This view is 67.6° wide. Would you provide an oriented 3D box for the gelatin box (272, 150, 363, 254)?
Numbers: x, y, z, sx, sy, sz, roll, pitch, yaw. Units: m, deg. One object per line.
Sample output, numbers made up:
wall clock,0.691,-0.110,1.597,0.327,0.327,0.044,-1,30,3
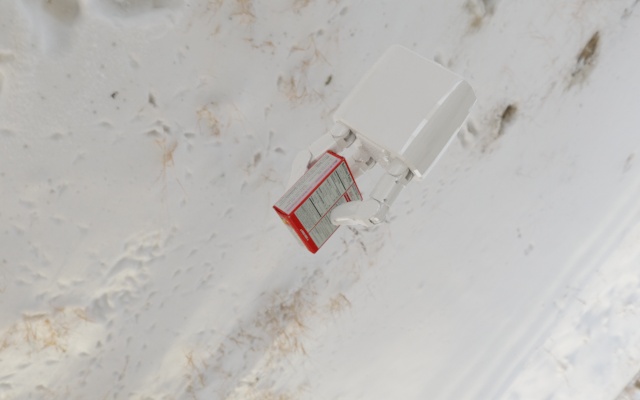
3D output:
gelatin box,0.000,0.002,0.512,0.030,0.089,0.073,30,-20,39
